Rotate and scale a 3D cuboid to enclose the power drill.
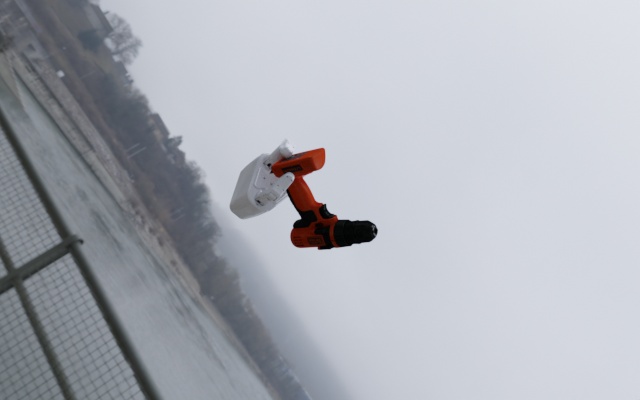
[{"bbox_3d":[0.000,0.002,0.867,0.184,0.188,0.057,-8,20,33],"label":"power drill"}]
